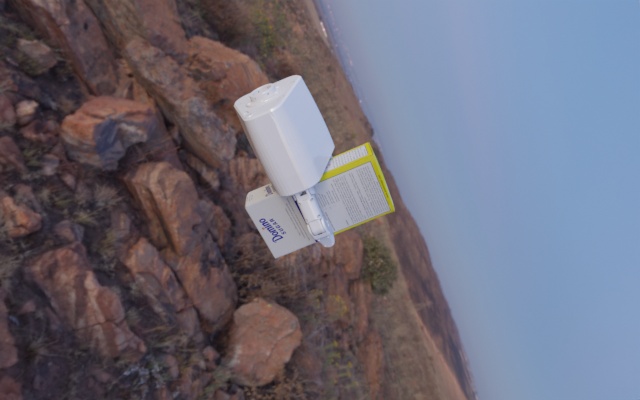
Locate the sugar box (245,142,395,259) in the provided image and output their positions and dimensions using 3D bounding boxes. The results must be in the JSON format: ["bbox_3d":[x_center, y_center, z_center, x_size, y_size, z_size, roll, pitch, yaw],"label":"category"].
[{"bbox_3d":[0.000,0.002,0.627,0.176,0.093,0.048,-20,29,10],"label":"sugar box"}]
